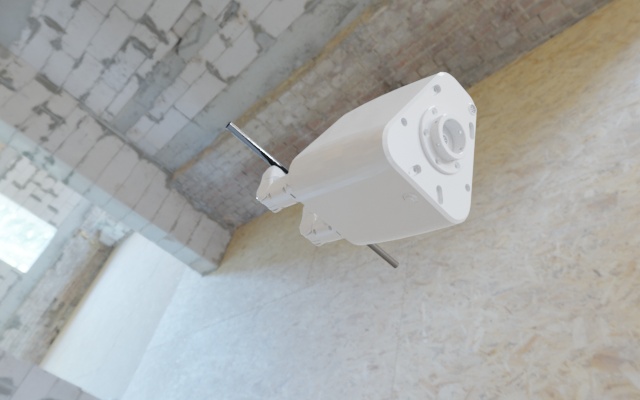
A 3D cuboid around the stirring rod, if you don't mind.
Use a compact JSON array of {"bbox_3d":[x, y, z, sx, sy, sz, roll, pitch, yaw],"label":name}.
[{"bbox_3d":[0.000,0.002,0.485,0.239,0.011,0.011,40,-19,-24],"label":"stirring rod"}]
